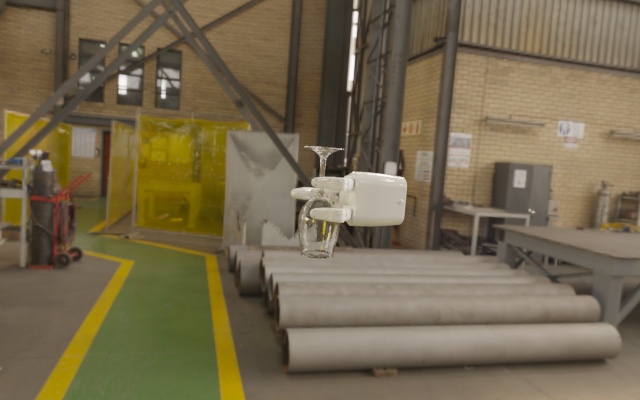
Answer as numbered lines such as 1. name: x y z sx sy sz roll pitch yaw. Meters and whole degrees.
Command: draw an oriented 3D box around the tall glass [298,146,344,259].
1. tall glass: 0.000 0.002 0.879 0.079 0.201 0.079 4 5 0
